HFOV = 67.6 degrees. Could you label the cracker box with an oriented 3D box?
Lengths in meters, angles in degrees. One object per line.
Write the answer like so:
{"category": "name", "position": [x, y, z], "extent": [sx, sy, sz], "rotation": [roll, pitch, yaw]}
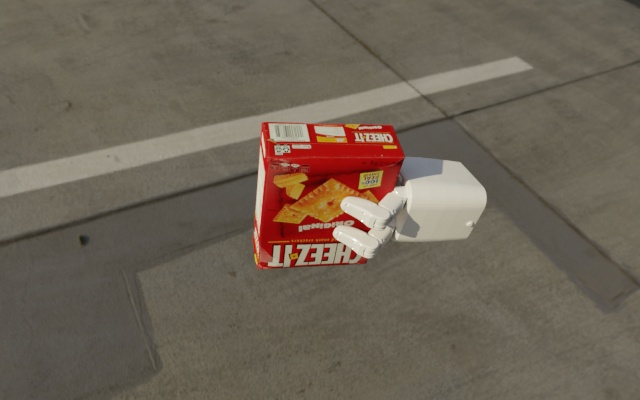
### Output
{"category": "cracker box", "position": [0.000, 0.002, 0.626], "extent": [0.164, 0.072, 0.214], "rotation": [-1, -44, -12]}
